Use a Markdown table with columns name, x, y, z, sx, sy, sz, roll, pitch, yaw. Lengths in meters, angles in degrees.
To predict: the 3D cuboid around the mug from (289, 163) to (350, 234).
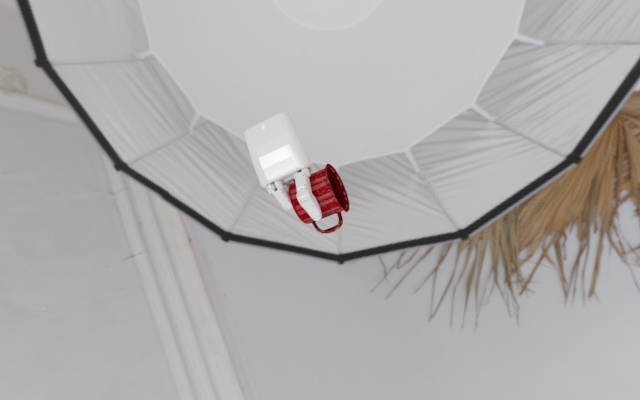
| name | x | y | z | sx | sy | sz | roll | pitch | yaw |
| --- | --- | --- | --- | --- | --- | --- | --- | --- | --- |
| mug | 0.000 | 0.004 | 0.855 | 0.081 | 0.117 | 0.093 | -23 | -8 | 17 |
